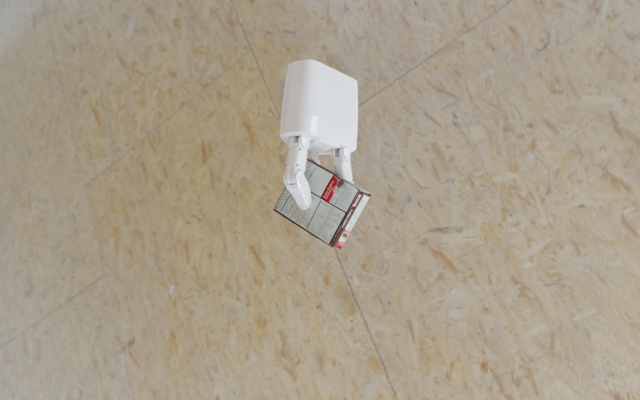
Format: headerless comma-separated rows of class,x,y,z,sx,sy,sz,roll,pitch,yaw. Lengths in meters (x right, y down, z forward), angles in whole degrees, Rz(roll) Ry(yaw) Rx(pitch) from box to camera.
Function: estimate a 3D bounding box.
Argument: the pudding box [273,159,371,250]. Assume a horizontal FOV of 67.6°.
pudding box,0.000,0.002,0.668,0.113,0.090,0.039,31,6,31
